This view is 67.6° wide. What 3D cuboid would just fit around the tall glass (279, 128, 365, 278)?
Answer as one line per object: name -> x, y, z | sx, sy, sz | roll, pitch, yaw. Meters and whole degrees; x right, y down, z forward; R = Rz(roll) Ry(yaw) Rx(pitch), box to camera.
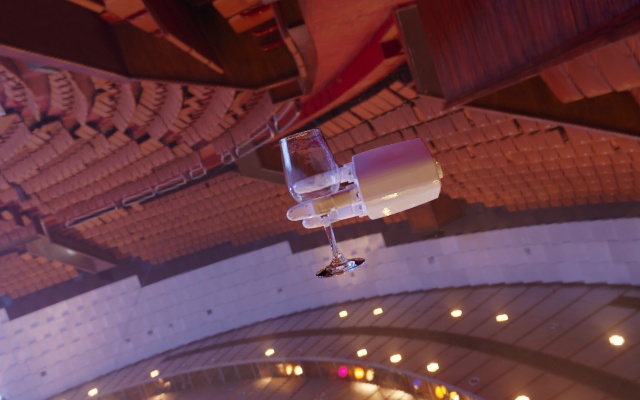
tall glass -> 0.000, 0.003, 0.677 | 0.079, 0.201, 0.079 | -17, 5, 1
